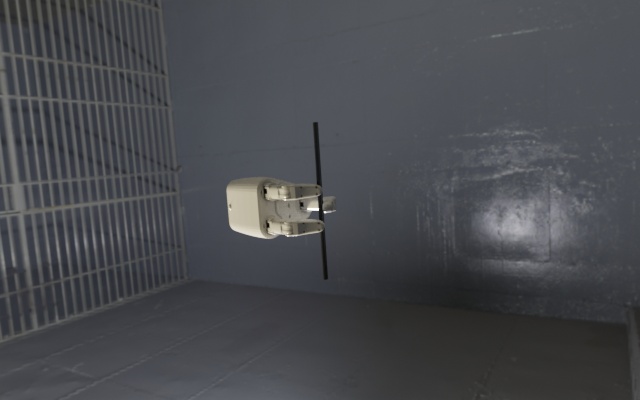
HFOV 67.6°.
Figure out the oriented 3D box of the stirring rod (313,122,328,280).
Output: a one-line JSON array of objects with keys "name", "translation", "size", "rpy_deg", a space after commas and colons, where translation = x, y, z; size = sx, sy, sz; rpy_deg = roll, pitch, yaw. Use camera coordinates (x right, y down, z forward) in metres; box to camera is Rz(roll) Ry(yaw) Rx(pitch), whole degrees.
[{"name": "stirring rod", "translation": [0.000, 0.002, 0.727], "size": [0.011, 0.239, 0.011], "rpy_deg": [-4, 6, 0]}]
